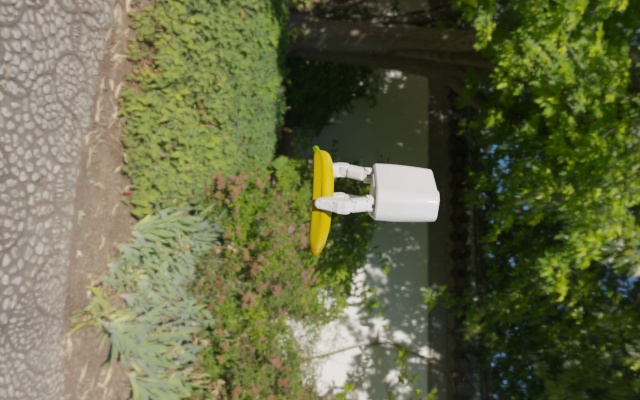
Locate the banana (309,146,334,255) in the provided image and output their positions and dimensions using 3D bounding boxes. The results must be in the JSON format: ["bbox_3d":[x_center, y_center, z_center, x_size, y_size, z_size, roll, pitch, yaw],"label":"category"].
[{"bbox_3d":[0.002,-0.002,0.832,0.037,0.198,0.069,3,-4,-5],"label":"banana"}]
